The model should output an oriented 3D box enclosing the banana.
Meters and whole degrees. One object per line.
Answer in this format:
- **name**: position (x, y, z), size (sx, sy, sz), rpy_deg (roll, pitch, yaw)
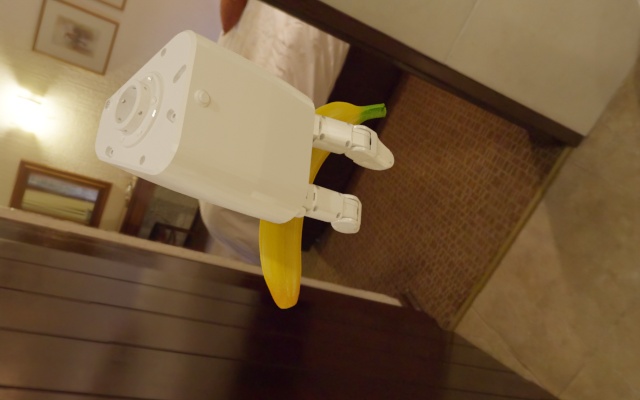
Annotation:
- **banana**: position (-0.014, -0.009, 0.414), size (0.069, 0.198, 0.037), rpy_deg (24, -4, 22)
